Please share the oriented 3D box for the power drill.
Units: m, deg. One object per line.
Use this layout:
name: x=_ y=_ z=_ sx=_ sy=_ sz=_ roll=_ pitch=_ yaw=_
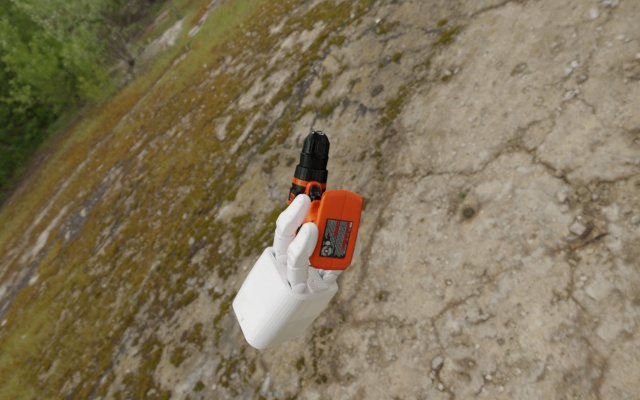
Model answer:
power drill: x=0.000 y=0.003 z=0.662 sx=0.057 sy=0.184 sz=0.187 roll=6 pitch=12 yaw=-16
